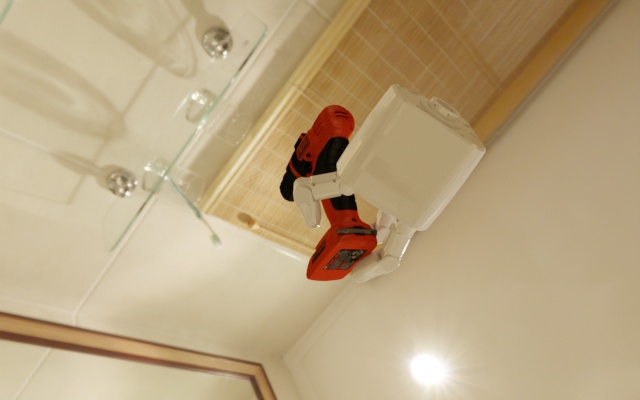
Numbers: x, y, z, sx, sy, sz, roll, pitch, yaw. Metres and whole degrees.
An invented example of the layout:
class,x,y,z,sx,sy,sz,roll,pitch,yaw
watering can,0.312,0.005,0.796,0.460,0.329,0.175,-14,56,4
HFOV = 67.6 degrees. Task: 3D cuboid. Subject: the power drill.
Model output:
class,x,y,z,sx,sy,sz,roll,pitch,yaw
power drill,0.000,0.002,0.603,0.057,0.187,0.184,2,-33,-25
